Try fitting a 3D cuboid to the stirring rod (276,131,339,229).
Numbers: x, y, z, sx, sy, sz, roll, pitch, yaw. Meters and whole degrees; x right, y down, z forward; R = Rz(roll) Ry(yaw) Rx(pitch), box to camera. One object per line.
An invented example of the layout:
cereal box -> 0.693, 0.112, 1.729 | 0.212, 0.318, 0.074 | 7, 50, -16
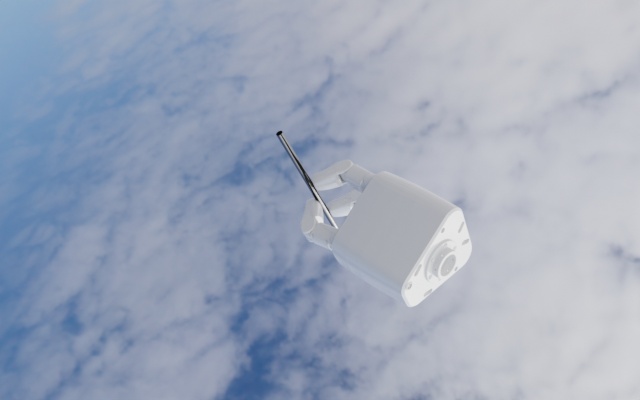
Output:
stirring rod -> 0.000, 0.002, 0.605 | 0.011, 0.011, 0.240 | 0, -39, 29
